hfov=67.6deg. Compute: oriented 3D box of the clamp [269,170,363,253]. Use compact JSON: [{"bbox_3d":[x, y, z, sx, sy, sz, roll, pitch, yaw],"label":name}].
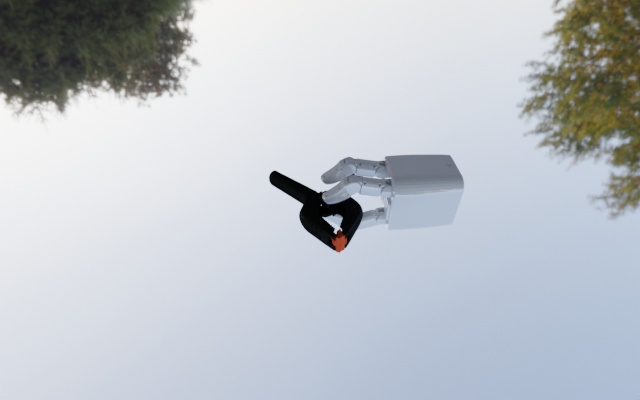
[{"bbox_3d":[0.000,0.003,0.737,0.164,0.036,0.209,-4,35,-1],"label":"clamp"}]
